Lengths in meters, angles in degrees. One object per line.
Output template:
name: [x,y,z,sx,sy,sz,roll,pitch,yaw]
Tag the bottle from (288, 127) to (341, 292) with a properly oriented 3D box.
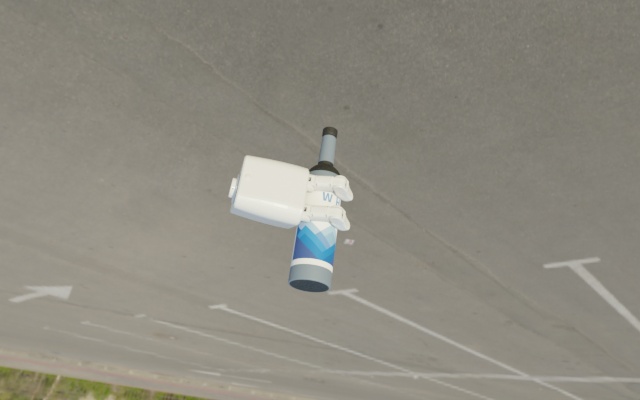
bottle: [0.000,0.003,0.806,0.069,0.295,0.069,6,-27,3]
